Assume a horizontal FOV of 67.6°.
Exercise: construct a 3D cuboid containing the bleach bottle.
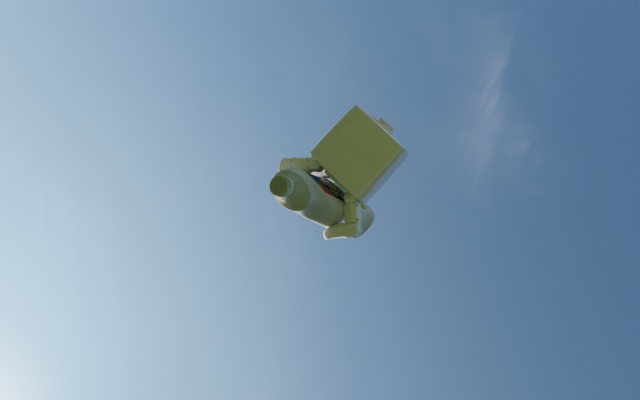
[{"bbox_3d":[0.000,0.002,0.747,0.102,0.068,0.251,47,12,22],"label":"bleach bottle"}]
